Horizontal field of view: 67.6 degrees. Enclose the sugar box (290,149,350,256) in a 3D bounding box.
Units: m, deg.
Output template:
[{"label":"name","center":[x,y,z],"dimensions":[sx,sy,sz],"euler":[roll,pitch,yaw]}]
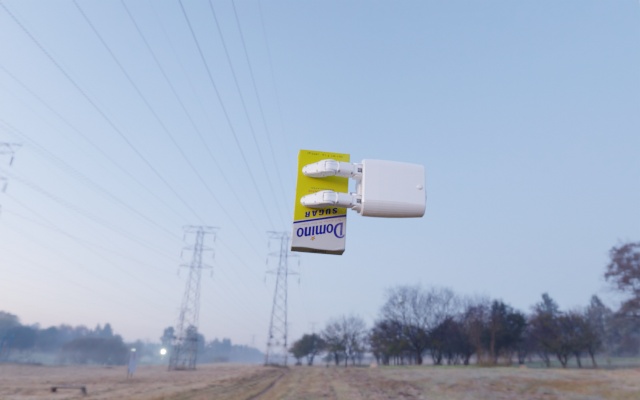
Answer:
[{"label":"sugar box","center":[0.000,0.002,0.827],"dimensions":[0.093,0.176,0.048],"euler":[4,-19,-4]}]
